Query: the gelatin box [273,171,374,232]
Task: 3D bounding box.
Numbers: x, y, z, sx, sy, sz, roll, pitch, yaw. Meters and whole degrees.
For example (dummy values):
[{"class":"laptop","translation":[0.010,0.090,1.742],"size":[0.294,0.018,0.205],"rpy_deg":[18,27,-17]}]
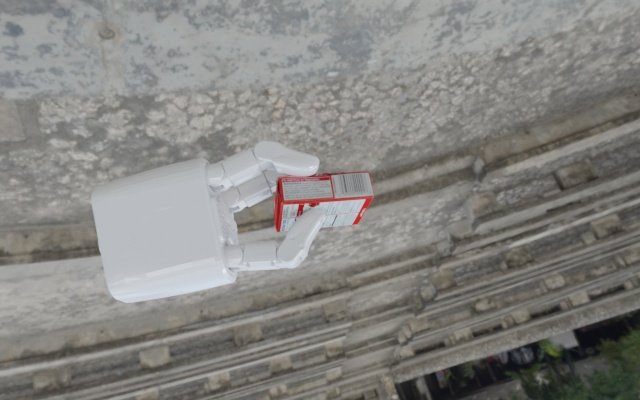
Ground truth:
[{"class":"gelatin box","translation":[0.000,0.002,0.465],"size":[0.089,0.030,0.073],"rpy_deg":[-4,-23,-10]}]
